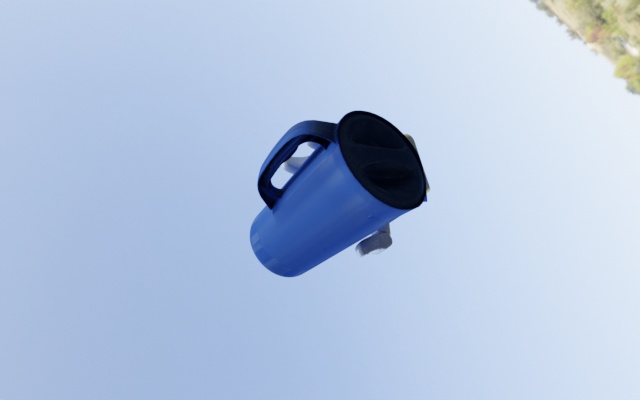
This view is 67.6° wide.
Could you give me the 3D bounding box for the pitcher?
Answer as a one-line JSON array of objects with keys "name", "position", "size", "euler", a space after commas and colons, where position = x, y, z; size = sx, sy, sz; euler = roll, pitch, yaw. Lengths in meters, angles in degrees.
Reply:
[{"name": "pitcher", "position": [0.000, 0.002, 0.611], "size": [0.145, 0.149, 0.243], "euler": [-23, -12, -47]}]
